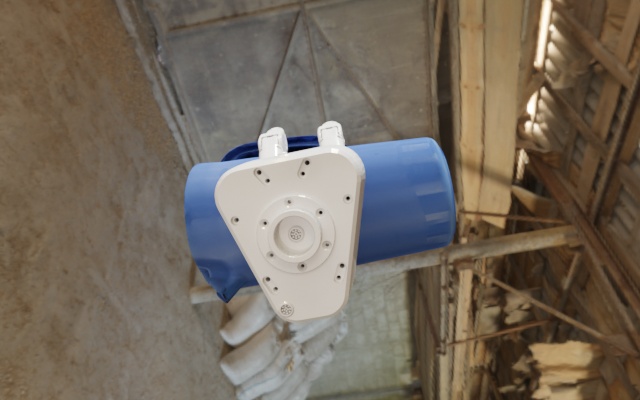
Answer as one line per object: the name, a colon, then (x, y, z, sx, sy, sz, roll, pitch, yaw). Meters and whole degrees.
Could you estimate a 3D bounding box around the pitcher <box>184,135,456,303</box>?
pitcher: (0.000, 0.002, 0.479, 0.243, 0.149, 0.145, -9, 4, 5)
